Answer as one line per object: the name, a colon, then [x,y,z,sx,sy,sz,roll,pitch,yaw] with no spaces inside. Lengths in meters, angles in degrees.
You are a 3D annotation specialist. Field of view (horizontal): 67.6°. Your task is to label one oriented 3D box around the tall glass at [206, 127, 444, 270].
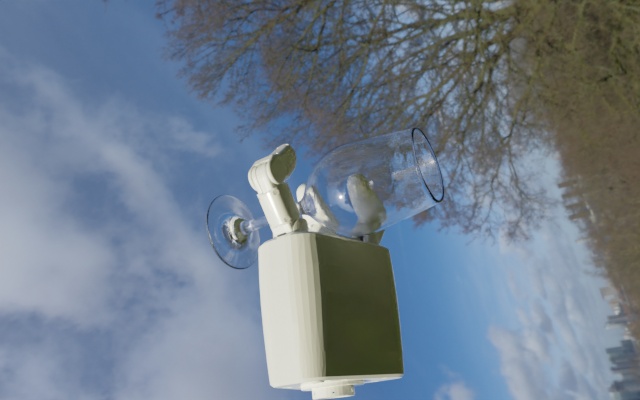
tall glass: [-0.001,0.001,0.413,0.201,0.079,0.079,-20,-9,27]
